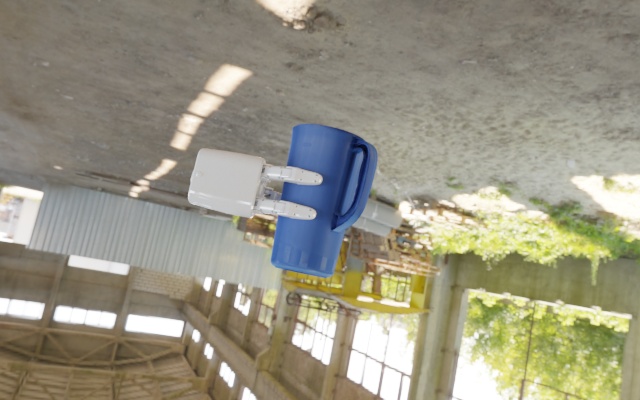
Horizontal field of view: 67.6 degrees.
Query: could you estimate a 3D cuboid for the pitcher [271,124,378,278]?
[{"bbox_3d":[0.000,0.003,0.799,0.145,0.243,0.149,12,-8,-2],"label":"pitcher"}]
